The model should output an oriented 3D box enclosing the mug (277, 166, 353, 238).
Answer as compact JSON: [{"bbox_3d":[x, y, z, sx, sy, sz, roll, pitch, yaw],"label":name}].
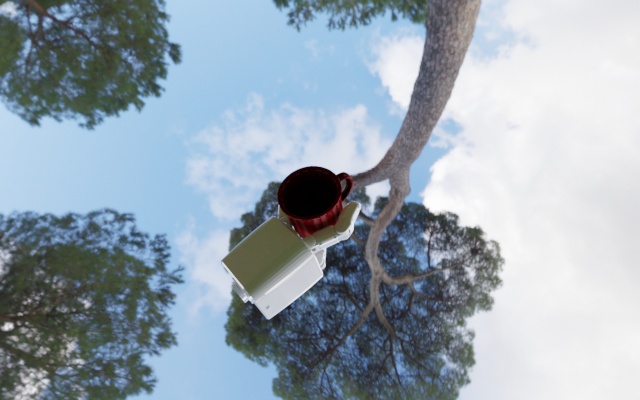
[{"bbox_3d":[0.001,0.002,0.710,0.093,0.117,0.082,43,-16,31],"label":"mug"}]
